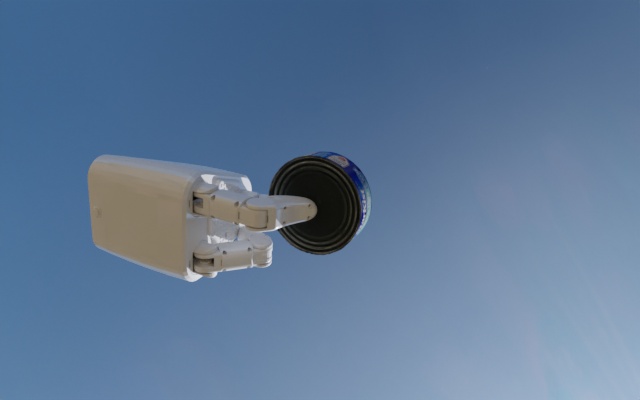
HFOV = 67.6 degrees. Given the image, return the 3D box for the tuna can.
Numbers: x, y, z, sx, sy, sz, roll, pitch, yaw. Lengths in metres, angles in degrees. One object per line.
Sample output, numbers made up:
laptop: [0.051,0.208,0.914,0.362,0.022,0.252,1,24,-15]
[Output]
tuna can: [0.000,0.001,0.413,0.086,0.086,0.033,0,14,25]
